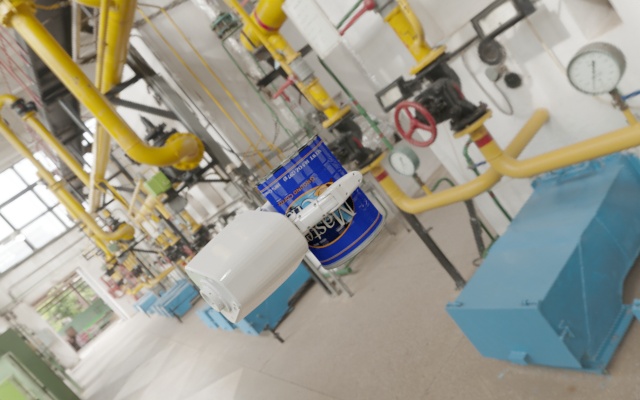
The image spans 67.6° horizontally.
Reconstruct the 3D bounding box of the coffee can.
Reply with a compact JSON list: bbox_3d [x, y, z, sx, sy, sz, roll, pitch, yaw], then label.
[{"bbox_3d":[0.000,0.002,0.606,0.103,0.140,0.103,-39,8,6],"label":"coffee can"}]
